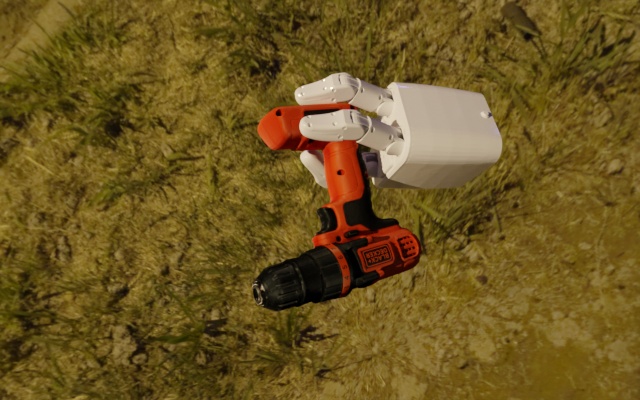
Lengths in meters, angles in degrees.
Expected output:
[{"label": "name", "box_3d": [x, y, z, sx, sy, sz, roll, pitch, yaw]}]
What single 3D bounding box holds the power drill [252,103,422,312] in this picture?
[{"label": "power drill", "box_3d": [0.000, 0.001, 0.468, 0.184, 0.187, 0.057, -11, -10, -34]}]
